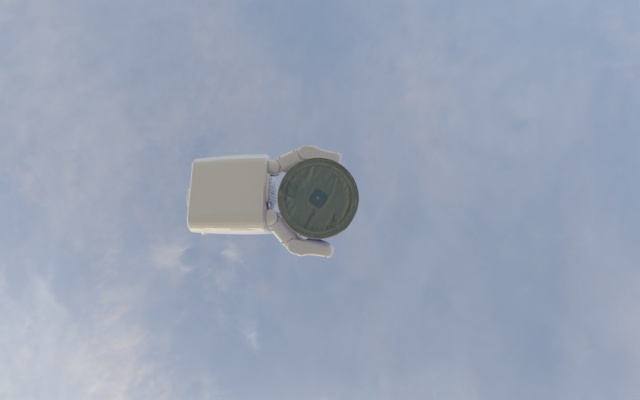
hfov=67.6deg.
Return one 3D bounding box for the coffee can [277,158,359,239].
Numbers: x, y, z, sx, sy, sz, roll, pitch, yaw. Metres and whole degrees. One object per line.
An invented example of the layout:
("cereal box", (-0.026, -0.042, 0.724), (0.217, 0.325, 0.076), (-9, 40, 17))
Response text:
("coffee can", (0.000, 0.002, 0.665), (0.103, 0.103, 0.140), (0, -4, 3))
